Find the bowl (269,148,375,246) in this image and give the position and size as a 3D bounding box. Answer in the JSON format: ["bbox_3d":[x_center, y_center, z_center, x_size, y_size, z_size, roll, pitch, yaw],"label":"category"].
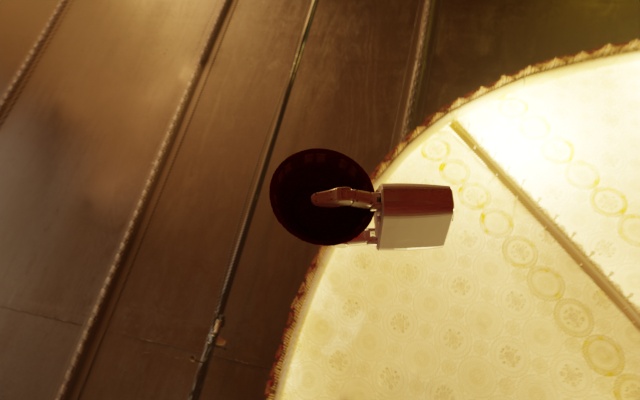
[{"bbox_3d":[-0.001,0.002,0.730,0.162,0.162,0.055,0,-26,-11],"label":"bowl"}]
